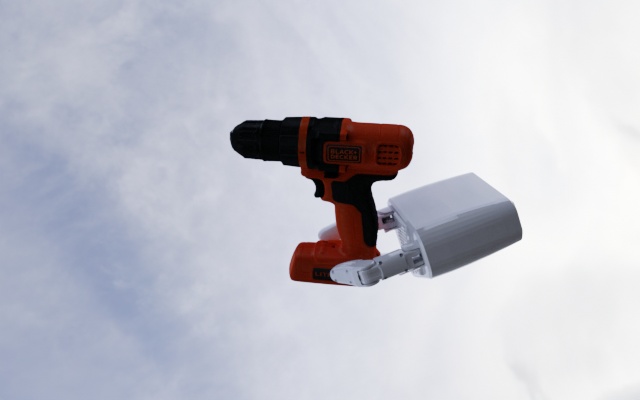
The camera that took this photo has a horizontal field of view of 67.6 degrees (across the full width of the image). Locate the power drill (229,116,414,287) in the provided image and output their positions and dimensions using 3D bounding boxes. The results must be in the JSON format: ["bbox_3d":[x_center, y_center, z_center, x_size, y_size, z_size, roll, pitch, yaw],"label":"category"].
[{"bbox_3d":[0.000,0.002,0.509,0.184,0.188,0.057,4,31,8],"label":"power drill"}]
